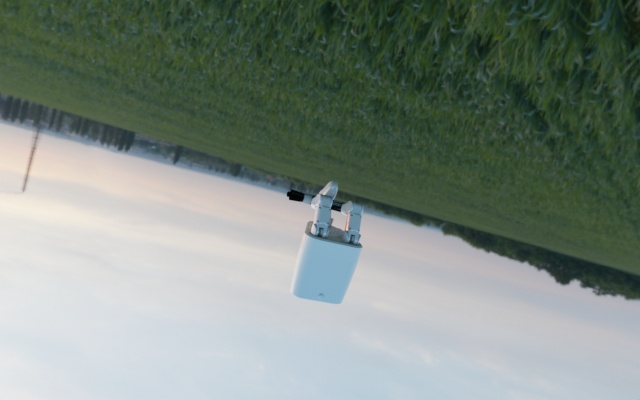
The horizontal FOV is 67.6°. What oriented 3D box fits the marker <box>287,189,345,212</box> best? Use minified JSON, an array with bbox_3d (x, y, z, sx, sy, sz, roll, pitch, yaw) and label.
[{"bbox_3d":[0.000,0.003,0.823,0.121,0.020,0.020,13,-4,-17],"label":"marker"}]
